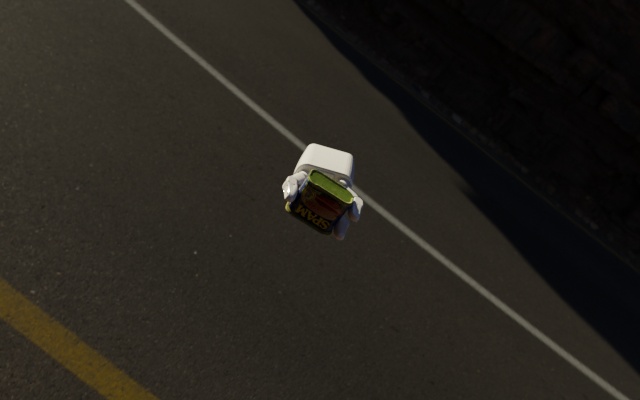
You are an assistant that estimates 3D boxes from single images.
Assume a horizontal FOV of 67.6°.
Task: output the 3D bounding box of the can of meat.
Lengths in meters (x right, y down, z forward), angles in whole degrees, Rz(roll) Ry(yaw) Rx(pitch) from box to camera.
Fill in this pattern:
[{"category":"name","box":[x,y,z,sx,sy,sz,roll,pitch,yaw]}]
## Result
[{"category":"can of meat","box":[0.000,0.003,0.891,0.102,0.084,0.057,32,31,-7]}]
